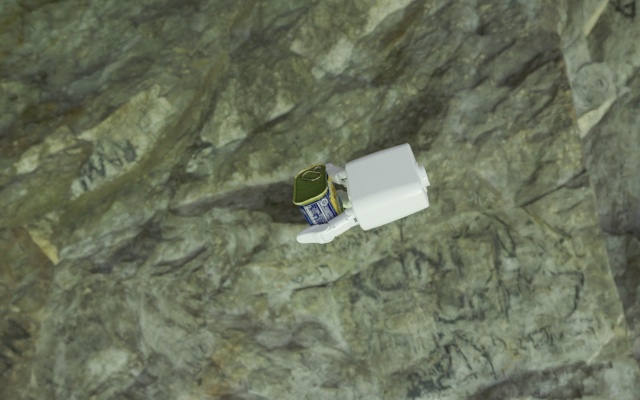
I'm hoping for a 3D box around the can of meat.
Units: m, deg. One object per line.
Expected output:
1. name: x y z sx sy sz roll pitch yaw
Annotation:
1. can of meat: 0.000 0.003 0.766 0.057 0.084 0.102 -22 31 12
